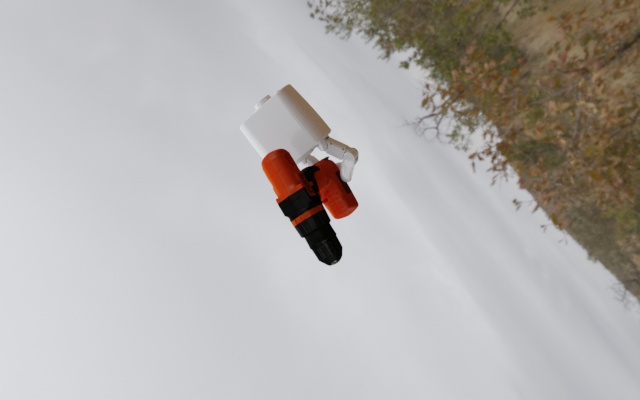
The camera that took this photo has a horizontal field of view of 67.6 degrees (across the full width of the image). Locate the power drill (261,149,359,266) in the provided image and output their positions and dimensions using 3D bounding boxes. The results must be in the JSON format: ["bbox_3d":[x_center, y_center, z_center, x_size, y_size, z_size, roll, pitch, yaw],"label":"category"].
[{"bbox_3d":[0.000,0.002,0.744,0.057,0.184,0.187,-31,-5,19],"label":"power drill"}]
